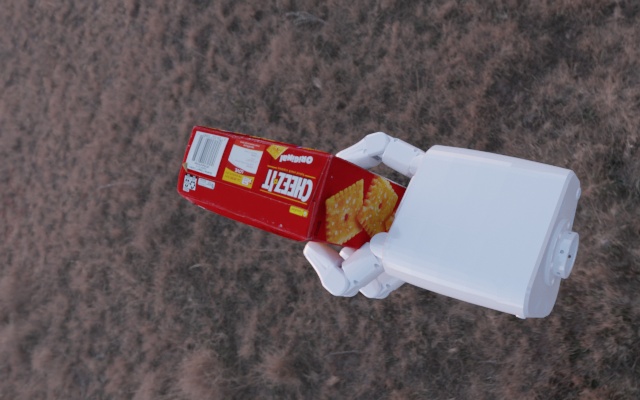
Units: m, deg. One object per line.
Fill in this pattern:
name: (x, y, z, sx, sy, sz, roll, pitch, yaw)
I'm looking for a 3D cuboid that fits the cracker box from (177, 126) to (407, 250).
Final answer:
cracker box: (0.000, 0.001, 0.456, 0.164, 0.072, 0.214, 16, -2, 38)
